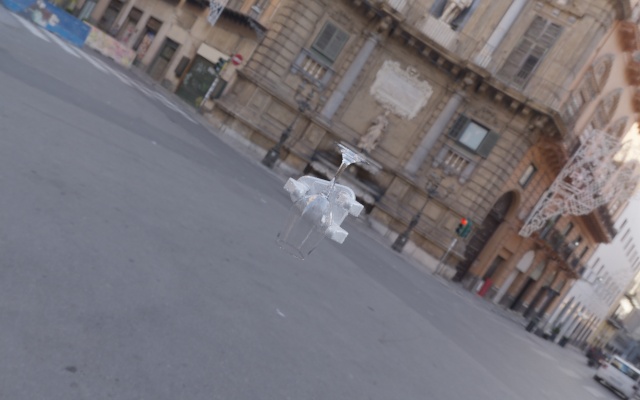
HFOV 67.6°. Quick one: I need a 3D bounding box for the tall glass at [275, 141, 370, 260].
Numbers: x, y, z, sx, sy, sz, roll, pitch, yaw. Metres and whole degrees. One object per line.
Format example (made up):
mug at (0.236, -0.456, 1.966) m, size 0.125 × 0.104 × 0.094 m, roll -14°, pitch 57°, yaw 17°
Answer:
tall glass at (0.000, 0.002, 0.823) m, size 0.079 × 0.201 × 0.079 m, roll 32°, pitch 4°, yaw -3°
